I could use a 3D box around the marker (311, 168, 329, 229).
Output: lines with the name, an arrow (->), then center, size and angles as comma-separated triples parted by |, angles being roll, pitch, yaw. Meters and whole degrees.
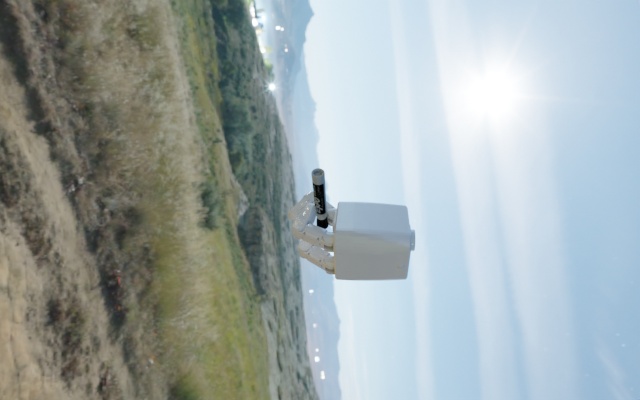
marker -> 0.000, 0.002, 0.700 | 0.020, 0.020, 0.121 | 0, -42, 4
